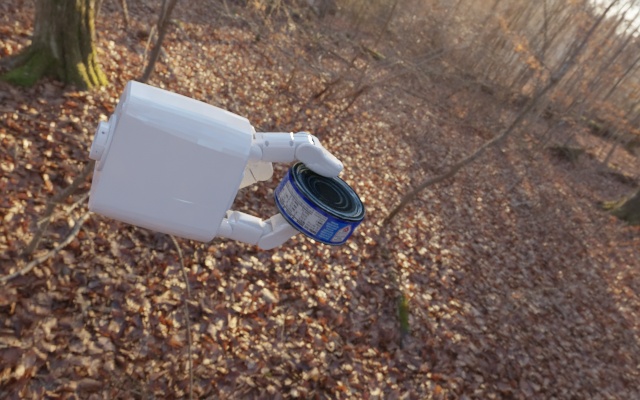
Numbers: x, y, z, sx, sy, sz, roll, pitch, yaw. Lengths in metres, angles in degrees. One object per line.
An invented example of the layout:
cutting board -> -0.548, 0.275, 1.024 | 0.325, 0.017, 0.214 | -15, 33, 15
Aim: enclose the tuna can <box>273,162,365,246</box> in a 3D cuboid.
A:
tuna can -> 0.000, 0.001, 0.456 | 0.086, 0.034, 0.086 | 29, 26, -16
